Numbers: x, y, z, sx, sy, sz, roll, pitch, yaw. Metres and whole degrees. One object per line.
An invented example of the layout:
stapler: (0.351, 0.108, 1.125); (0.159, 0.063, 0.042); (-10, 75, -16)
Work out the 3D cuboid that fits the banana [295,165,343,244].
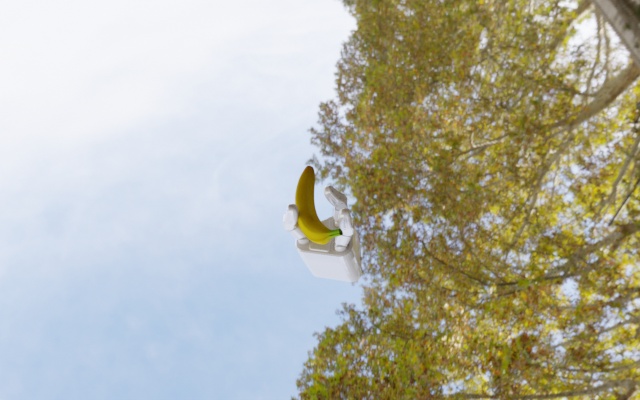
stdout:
banana: (-0.014, 0.015, 0.861); (0.069, 0.197, 0.037); (-33, -46, 8)
